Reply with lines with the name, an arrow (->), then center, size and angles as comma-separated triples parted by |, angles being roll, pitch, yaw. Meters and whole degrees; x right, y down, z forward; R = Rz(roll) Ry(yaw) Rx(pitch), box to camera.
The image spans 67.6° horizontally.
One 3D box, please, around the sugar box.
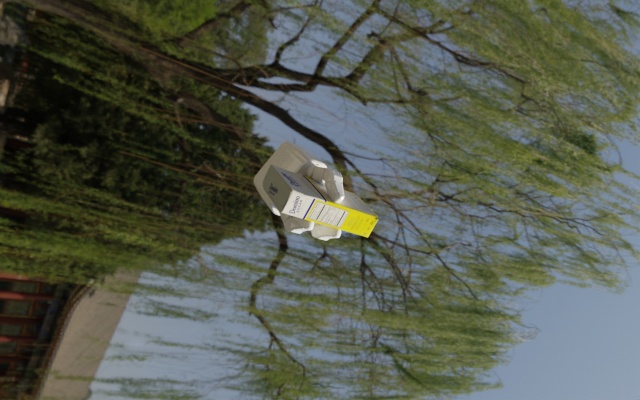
sugar box -> 0.000, 0.003, 0.765 | 0.176, 0.048, 0.093 | 15, 20, -33
